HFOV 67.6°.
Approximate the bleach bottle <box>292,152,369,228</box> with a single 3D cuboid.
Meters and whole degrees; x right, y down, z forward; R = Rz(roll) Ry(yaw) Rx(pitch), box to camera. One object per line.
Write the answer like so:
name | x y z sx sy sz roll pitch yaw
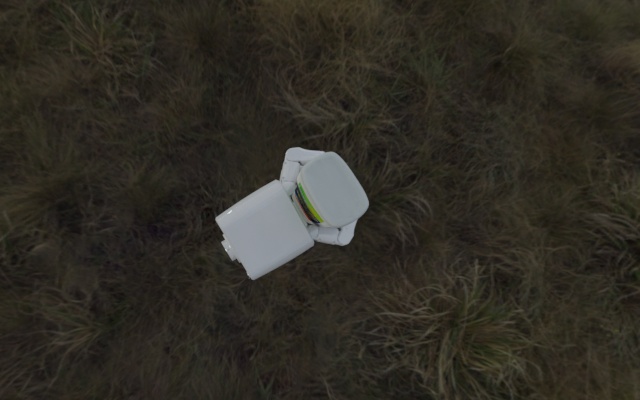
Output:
bleach bottle | 0.000 0.002 0.742 0.068 0.102 0.251 -31 -4 -12
